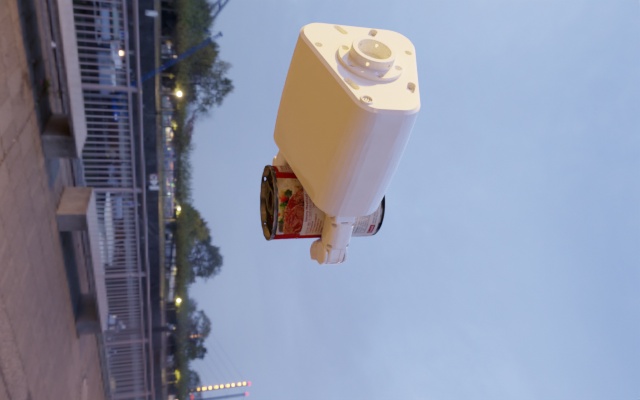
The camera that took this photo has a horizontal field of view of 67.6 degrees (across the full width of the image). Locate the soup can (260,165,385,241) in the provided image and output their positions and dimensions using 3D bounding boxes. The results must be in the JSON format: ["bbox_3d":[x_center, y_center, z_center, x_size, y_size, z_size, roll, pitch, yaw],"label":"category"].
[{"bbox_3d":[0.000,0.002,0.441,0.102,0.068,0.068,-1,0,-18],"label":"soup can"}]
